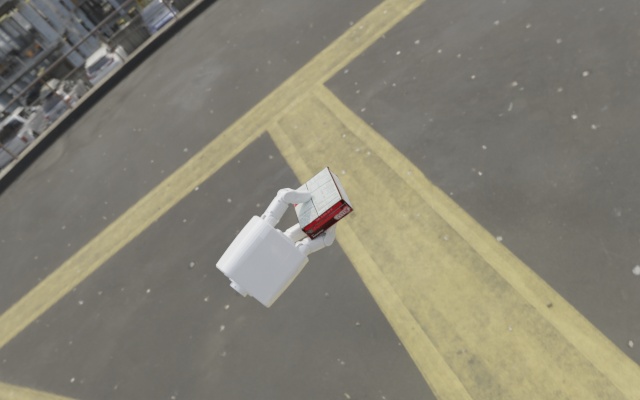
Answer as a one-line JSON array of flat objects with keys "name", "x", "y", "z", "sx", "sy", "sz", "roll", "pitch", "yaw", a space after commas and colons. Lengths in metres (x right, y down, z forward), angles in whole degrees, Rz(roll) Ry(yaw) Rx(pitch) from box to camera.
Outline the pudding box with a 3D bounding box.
[{"name": "pudding box", "x": 0.000, "y": 0.003, "z": 0.831, "sx": 0.090, "sy": 0.039, "sz": 0.113, "roll": -36, "pitch": 37, "yaw": 11}]
